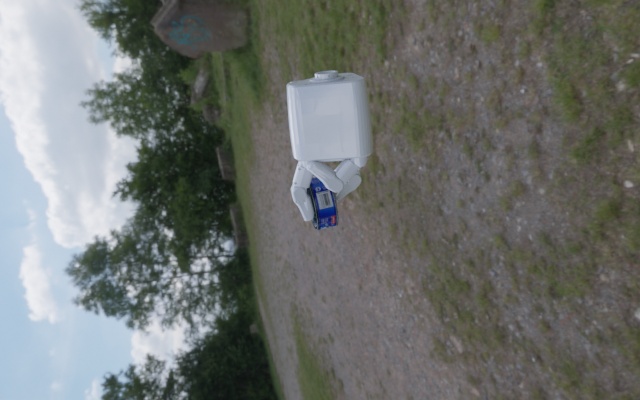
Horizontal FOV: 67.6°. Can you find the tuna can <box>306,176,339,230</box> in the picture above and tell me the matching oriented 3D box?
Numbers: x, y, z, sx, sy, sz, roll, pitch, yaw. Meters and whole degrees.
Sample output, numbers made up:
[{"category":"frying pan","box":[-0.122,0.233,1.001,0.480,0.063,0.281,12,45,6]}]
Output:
[{"category":"tuna can","box":[0.000,0.003,0.750,0.034,0.086,0.086,-13,2,-9]}]
